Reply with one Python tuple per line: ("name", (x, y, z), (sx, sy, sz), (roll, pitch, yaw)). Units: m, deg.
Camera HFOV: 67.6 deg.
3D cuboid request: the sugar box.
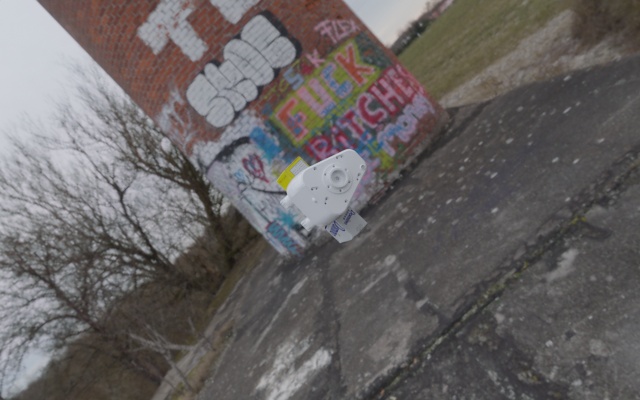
("sugar box", (0.000, 0.003, 0.894), (0.048, 0.176, 0.093), (-44, 2, -18))
